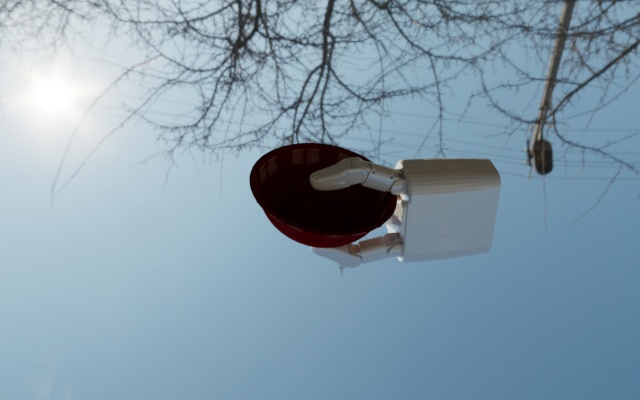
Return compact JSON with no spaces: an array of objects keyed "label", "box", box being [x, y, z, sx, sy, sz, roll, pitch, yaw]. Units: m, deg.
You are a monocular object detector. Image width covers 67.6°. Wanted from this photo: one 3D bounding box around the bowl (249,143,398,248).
[{"label":"bowl","box":[-0.001,0.002,0.532,0.162,0.055,0.162,7,39,-6]}]
